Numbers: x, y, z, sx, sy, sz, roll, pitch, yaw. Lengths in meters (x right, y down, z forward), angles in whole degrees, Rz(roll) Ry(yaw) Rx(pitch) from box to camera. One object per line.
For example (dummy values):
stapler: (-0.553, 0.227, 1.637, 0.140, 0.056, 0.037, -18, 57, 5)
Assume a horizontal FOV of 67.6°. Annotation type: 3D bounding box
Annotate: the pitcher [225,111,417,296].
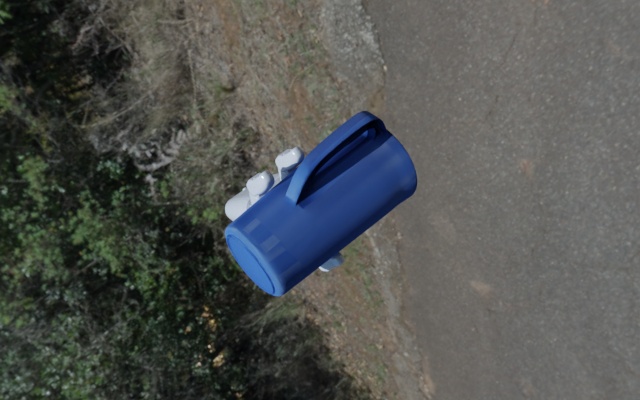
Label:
pitcher: (0.000, 0.002, 0.614, 0.242, 0.149, 0.145, -39, 16, -24)
